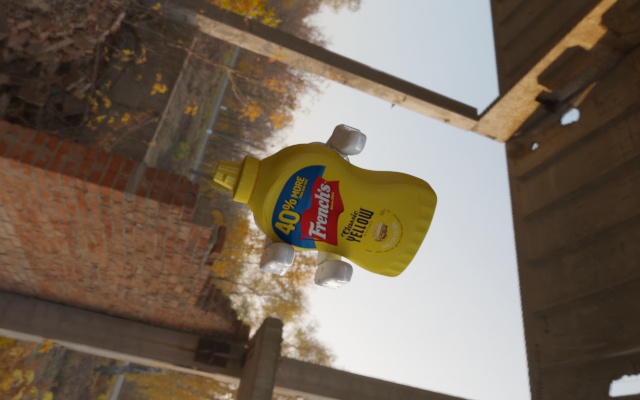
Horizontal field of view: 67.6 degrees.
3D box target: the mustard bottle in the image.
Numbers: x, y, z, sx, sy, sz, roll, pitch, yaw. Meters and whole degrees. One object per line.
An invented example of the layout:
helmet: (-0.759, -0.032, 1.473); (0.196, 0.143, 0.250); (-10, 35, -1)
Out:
mustard bottle: (0.000, 0.002, 0.427); (0.191, 0.096, 0.058); (17, 23, -13)
